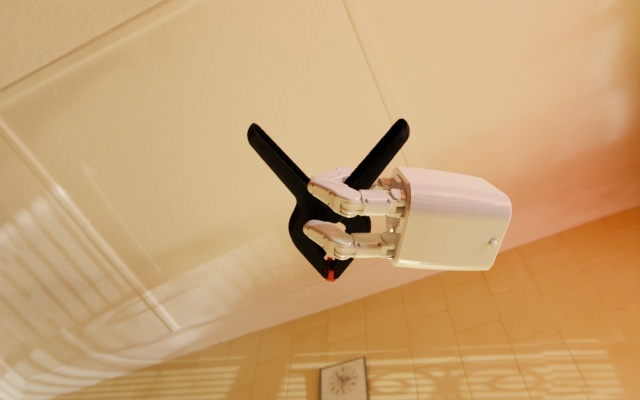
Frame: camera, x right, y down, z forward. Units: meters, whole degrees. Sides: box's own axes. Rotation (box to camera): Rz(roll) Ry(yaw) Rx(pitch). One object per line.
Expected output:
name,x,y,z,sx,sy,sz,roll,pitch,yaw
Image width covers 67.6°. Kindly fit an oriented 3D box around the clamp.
clamp,0.000,0.002,0.531,0.164,0.210,0.036,5,32,-3
